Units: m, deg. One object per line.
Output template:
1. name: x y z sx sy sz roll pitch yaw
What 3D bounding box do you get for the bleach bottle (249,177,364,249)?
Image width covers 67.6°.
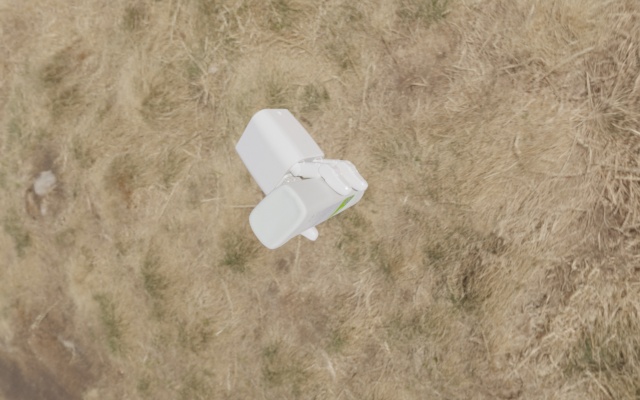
1. bleach bottle: 0.000 0.003 0.772 0.102 0.068 0.251 -43 -13 29
